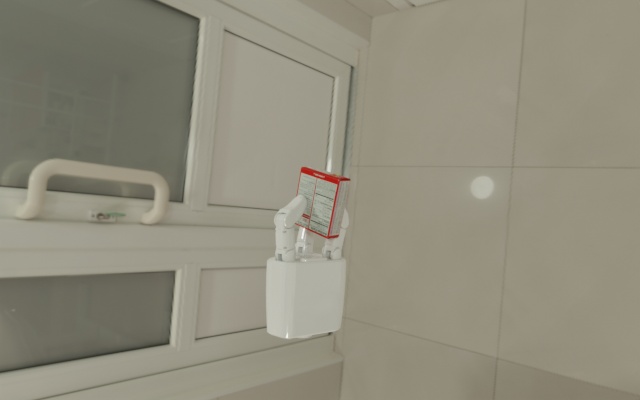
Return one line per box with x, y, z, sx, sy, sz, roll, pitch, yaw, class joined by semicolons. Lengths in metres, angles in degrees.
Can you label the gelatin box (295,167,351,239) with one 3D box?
0.000;0.002;0.687;0.073;0.089;0.030;21;17;38;gelatin box
